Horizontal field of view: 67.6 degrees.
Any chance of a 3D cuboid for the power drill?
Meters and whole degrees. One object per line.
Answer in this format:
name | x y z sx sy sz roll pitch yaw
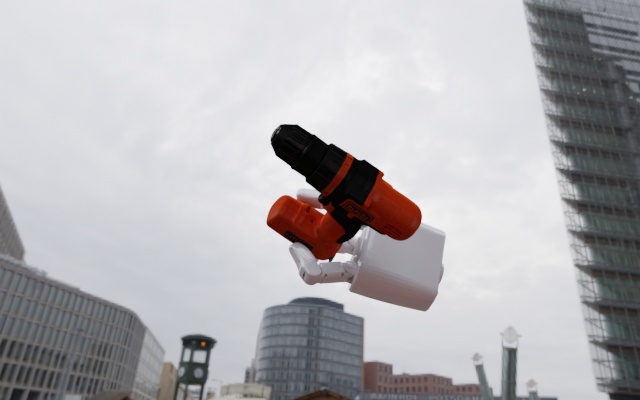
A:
power drill | 0.000 0.002 0.561 0.184 0.057 0.188 35 -28 -10
